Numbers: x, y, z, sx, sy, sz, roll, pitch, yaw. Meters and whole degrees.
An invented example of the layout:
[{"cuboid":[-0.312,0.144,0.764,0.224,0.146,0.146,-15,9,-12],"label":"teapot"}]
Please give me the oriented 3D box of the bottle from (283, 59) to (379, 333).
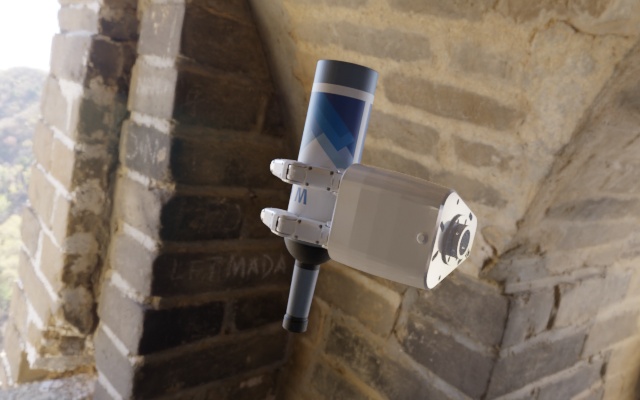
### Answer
[{"cuboid":[0.000,0.001,0.525,0.069,0.296,0.069,12,6,-1],"label":"bottle"}]
